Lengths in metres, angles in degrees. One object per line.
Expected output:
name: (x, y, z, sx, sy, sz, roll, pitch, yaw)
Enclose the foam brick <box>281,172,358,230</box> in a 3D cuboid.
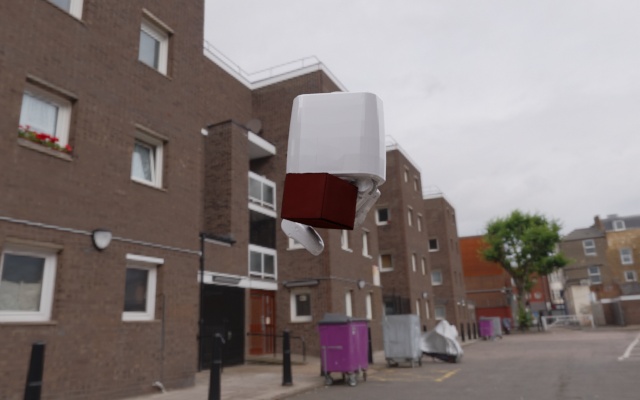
foam brick: (0.000, 0.002, 0.528, 0.053, 0.051, 0.078, 2, -9, 30)
